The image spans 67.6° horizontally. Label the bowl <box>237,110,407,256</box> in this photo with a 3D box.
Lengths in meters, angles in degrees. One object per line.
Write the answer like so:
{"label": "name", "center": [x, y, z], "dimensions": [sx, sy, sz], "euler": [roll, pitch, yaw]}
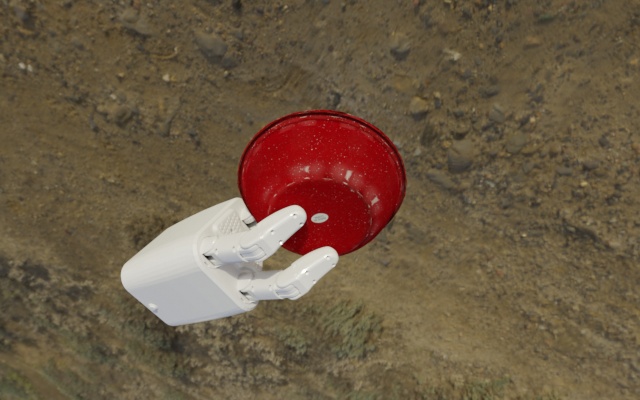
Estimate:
{"label": "bowl", "center": [0.001, 0.001, 0.437], "dimensions": [0.162, 0.162, 0.055], "euler": [0, 37, 3]}
